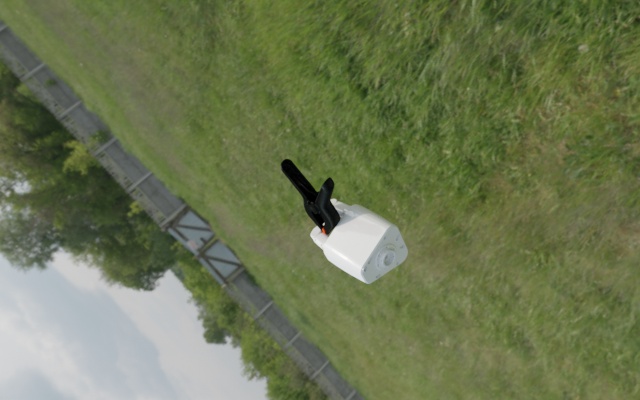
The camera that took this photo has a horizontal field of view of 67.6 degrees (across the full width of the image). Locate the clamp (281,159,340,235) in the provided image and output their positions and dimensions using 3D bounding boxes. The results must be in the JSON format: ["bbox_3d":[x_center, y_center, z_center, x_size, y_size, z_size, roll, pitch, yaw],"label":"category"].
[{"bbox_3d":[0.000,0.003,0.858,0.039,0.172,0.120,-43,39,-16],"label":"clamp"}]
